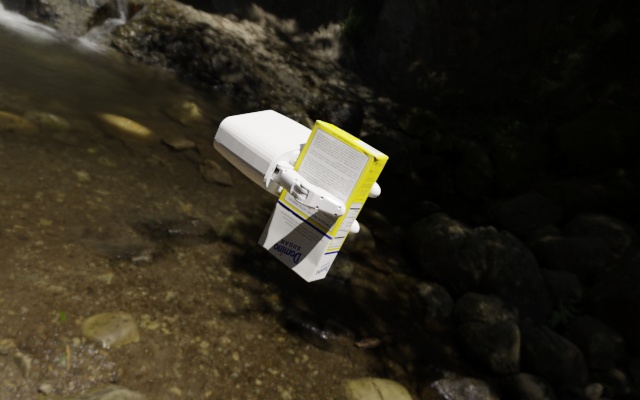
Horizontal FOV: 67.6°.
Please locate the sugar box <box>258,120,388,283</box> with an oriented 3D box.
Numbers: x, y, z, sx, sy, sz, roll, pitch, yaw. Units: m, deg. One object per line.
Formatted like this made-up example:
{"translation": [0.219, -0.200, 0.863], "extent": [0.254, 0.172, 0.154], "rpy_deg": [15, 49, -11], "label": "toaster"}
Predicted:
{"translation": [0.000, 0.002, 0.591], "extent": [0.093, 0.176, 0.048], "rpy_deg": [35, 18, 26], "label": "sugar box"}
